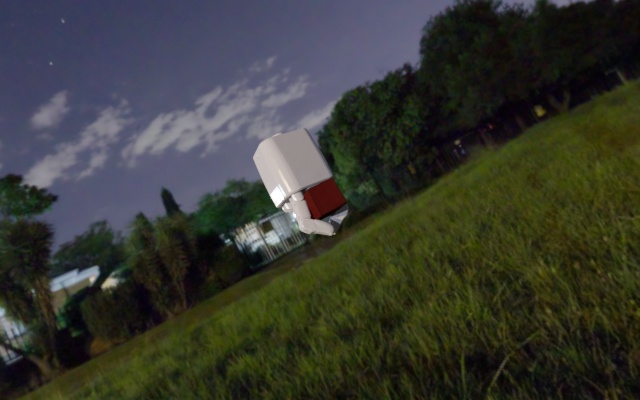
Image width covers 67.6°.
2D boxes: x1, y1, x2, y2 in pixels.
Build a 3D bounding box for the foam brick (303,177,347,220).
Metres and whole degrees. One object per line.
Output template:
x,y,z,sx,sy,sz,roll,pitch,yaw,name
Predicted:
0.000,0.003,0.819,0.053,0.051,0.078,-25,-6,-23,foam brick
